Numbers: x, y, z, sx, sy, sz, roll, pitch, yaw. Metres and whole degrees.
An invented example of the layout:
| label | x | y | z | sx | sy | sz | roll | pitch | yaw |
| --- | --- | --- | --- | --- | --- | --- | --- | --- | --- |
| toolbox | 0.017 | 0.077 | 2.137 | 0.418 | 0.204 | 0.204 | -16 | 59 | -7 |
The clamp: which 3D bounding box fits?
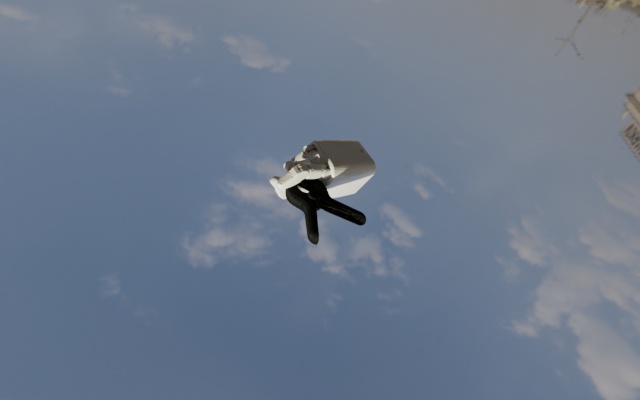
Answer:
| label | x | y | z | sx | sy | sz | roll | pitch | yaw |
| --- | --- | --- | --- | --- | --- | --- | --- | --- | --- |
| clamp | 0.000 | 0.003 | 0.857 | 0.120 | 0.039 | 0.171 | -8 | 49 | -32 |
